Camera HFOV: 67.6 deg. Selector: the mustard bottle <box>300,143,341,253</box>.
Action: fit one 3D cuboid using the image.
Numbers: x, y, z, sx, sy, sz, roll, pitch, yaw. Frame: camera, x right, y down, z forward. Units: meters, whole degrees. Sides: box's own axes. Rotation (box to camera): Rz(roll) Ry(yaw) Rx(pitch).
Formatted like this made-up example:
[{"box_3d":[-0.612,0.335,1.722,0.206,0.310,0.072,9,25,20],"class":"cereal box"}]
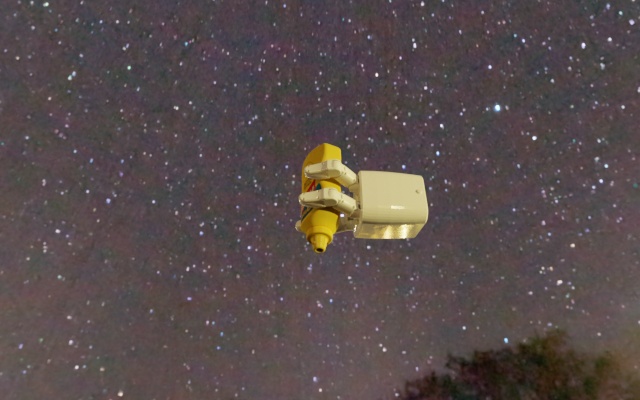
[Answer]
[{"box_3d":[0.000,0.002,0.792,0.058,0.191,0.096,19,-42,-21],"class":"mustard bottle"}]
